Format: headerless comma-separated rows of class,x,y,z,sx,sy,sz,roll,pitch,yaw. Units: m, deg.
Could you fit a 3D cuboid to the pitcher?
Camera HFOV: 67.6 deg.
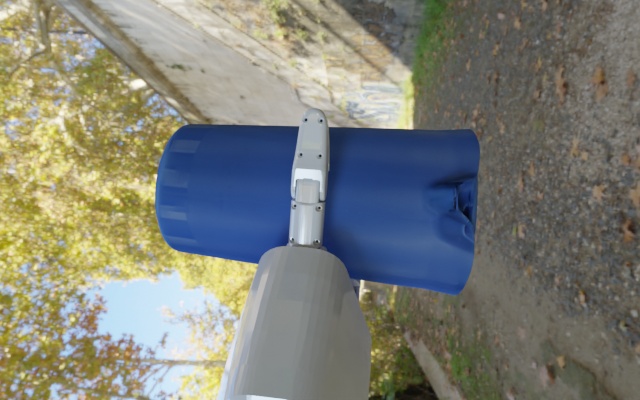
pitcher,0.000,0.001,0.405,0.243,0.149,0.145,5,40,5
